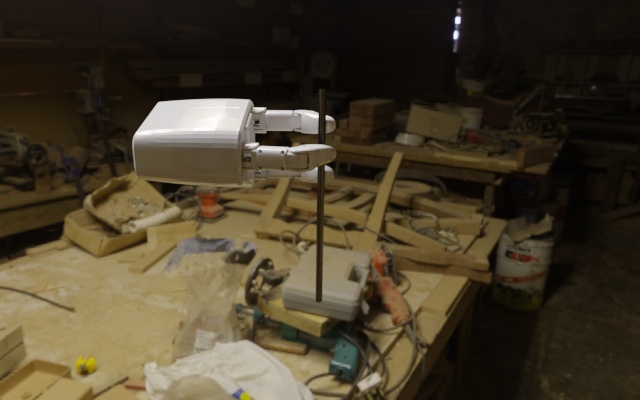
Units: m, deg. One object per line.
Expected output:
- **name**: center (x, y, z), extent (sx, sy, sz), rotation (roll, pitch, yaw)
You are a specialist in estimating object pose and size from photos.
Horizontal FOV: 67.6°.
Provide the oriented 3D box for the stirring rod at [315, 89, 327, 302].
- **stirring rod**: center (0.000, 0.002, 0.521), extent (0.011, 0.239, 0.011), rotation (1, 17, 0)
